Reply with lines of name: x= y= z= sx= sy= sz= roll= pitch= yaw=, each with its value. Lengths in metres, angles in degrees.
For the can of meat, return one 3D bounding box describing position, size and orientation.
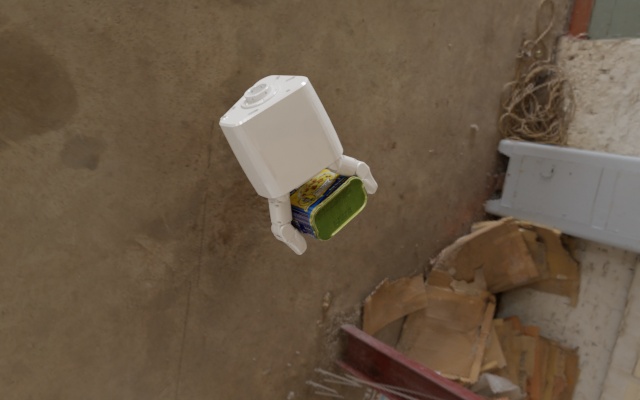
can of meat: x=0.000 y=0.002 z=0.635 sx=0.102 sy=0.057 sz=0.084 roll=-41 pitch=35 yaw=-25
